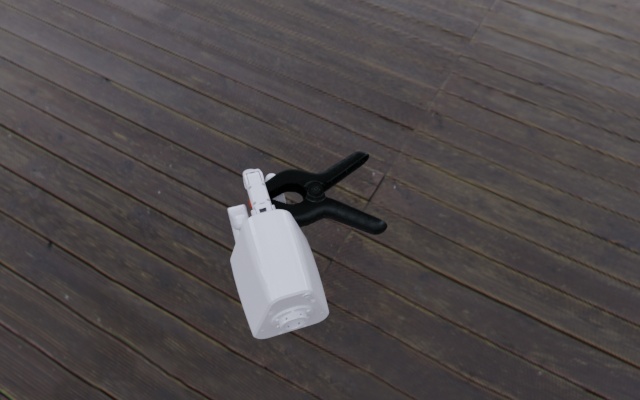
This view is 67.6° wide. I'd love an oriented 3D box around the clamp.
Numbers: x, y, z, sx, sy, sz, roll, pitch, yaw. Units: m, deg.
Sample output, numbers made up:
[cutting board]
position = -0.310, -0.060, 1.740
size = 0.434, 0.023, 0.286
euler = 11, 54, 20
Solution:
[clamp]
position = 0.000, 0.002, 0.600
size = 0.171, 0.120, 0.039
euler = -14, -33, -12
